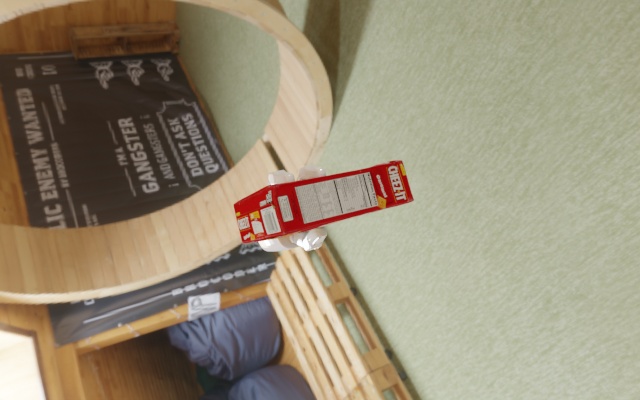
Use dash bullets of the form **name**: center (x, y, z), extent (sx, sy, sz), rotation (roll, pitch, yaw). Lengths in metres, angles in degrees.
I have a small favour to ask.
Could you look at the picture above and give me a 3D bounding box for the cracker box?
- **cracker box**: center (0.000, 0.003, 0.706), extent (0.213, 0.072, 0.164), rotation (-13, -3, -29)
